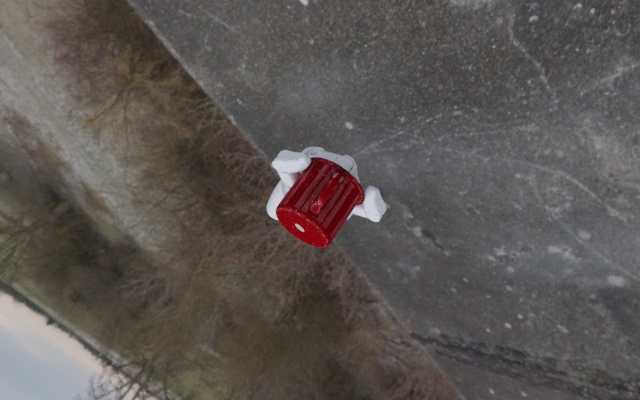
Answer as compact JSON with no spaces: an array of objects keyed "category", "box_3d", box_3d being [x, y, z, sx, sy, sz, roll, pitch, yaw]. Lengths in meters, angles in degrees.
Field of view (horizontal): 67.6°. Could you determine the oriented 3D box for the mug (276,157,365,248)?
[{"category":"mug","box_3d":[0.000,0.002,0.596,0.093,0.081,0.117,36,-24,-3]}]
